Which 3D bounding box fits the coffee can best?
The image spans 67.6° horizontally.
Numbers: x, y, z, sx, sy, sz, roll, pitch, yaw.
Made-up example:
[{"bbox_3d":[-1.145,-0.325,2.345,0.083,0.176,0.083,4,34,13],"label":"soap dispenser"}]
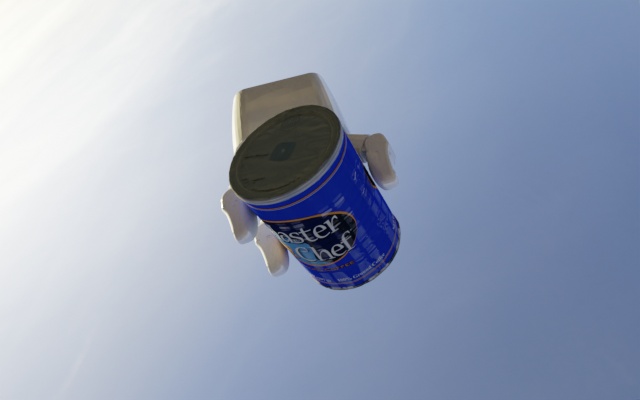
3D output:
[{"bbox_3d":[0.000,0.001,0.426,0.103,0.102,0.140,0,-37,34],"label":"coffee can"}]
